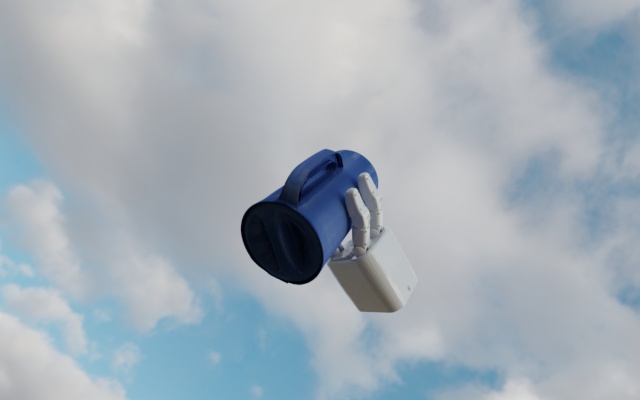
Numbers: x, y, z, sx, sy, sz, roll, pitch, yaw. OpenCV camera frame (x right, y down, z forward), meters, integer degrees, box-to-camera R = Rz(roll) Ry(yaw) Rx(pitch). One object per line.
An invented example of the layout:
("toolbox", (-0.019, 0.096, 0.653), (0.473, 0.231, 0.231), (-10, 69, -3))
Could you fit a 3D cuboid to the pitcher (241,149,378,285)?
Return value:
("pitcher", (0.000, 0.003, 0.734), (0.149, 0.145, 0.242), (-26, 11, 38))
